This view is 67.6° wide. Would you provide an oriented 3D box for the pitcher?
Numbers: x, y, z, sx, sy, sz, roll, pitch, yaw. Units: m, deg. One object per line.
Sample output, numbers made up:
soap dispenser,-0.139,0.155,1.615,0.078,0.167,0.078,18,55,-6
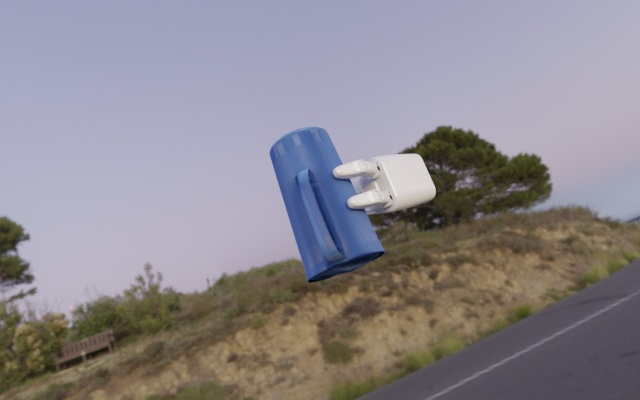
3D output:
pitcher,0.000,0.003,0.784,0.145,0.242,0.149,-12,-18,-34
